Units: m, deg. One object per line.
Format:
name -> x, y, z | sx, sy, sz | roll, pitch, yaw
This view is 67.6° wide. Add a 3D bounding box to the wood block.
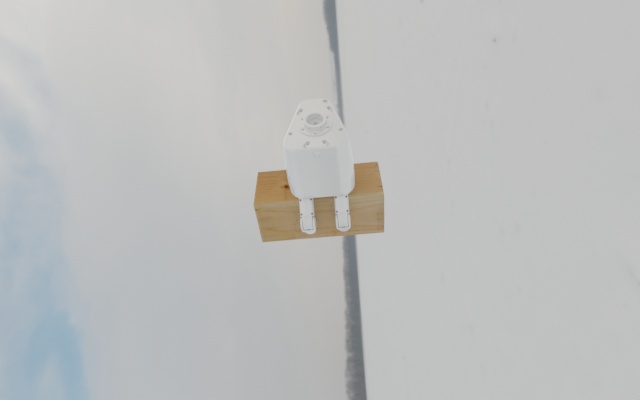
wood block -> 0.000, 0.002, 0.809 | 0.206, 0.090, 0.090 | -5, 41, 3
